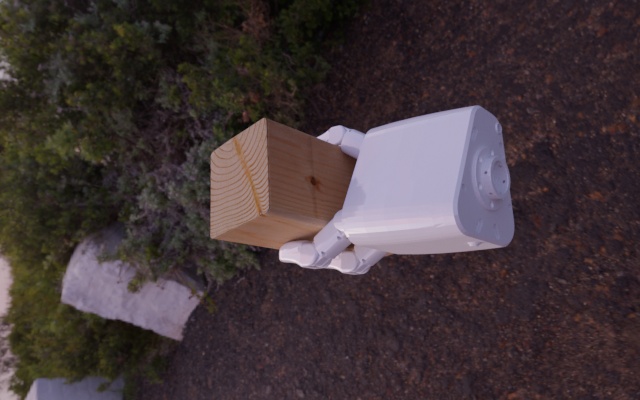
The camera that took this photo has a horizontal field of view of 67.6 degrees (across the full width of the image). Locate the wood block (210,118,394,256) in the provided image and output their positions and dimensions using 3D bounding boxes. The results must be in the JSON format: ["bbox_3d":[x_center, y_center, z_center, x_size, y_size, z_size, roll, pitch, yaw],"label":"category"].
[{"bbox_3d":[0.000,0.001,0.491,0.206,0.090,0.090,16,-29,-42],"label":"wood block"}]
